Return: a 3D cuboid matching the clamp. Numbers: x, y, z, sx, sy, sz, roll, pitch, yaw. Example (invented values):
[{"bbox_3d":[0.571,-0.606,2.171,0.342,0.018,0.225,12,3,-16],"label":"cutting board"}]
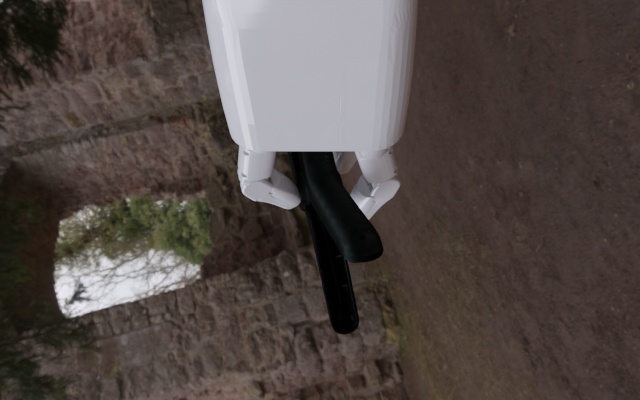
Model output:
[{"bbox_3d":[-0.001,0.001,0.400,0.036,0.209,0.165,-12,-37,-10],"label":"clamp"}]
